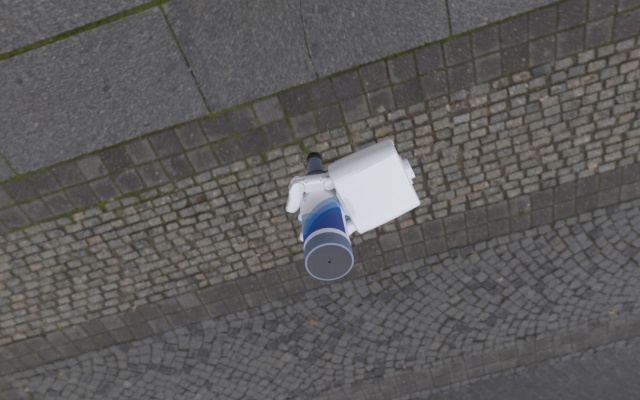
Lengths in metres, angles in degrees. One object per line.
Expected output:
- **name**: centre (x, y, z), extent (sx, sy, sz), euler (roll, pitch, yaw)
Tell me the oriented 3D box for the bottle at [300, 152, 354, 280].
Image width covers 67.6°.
- **bottle**: centre (0.000, 0.003, 0.766), extent (0.069, 0.069, 0.295), euler (0, 34, -6)
